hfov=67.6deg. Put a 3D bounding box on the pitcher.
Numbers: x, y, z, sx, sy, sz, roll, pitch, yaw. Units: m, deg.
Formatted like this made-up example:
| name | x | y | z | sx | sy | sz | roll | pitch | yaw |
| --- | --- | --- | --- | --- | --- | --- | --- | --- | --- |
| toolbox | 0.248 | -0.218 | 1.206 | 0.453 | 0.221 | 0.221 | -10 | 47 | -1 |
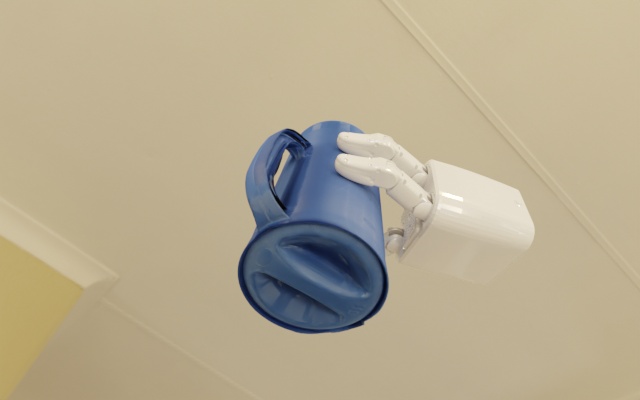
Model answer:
| name | x | y | z | sx | sy | sz | roll | pitch | yaw |
| --- | --- | --- | --- | --- | --- | --- | --- | --- | --- |
| pitcher | 0.000 | 0.002 | 0.505 | 0.145 | 0.149 | 0.242 | 15 | 34 | -3 |
